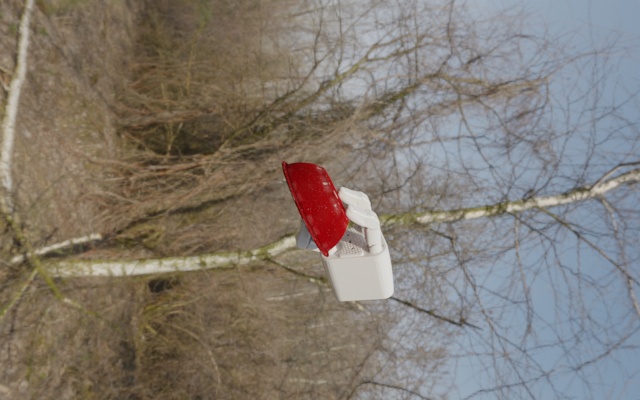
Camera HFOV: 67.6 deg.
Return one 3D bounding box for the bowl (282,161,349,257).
[{"bbox_3d":[0.000,0.001,0.727,0.055,0.162,0.162,-25,-2,5],"label":"bowl"}]
